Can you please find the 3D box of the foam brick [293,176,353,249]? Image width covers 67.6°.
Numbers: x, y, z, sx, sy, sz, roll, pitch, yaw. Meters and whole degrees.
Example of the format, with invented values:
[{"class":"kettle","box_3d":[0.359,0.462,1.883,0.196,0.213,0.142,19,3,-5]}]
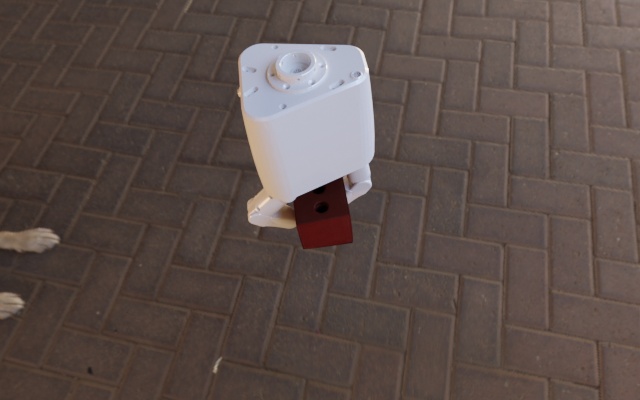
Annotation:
[{"class":"foam brick","box_3d":[0.000,0.002,0.481,0.053,0.078,0.051,-10,-34,0]}]
